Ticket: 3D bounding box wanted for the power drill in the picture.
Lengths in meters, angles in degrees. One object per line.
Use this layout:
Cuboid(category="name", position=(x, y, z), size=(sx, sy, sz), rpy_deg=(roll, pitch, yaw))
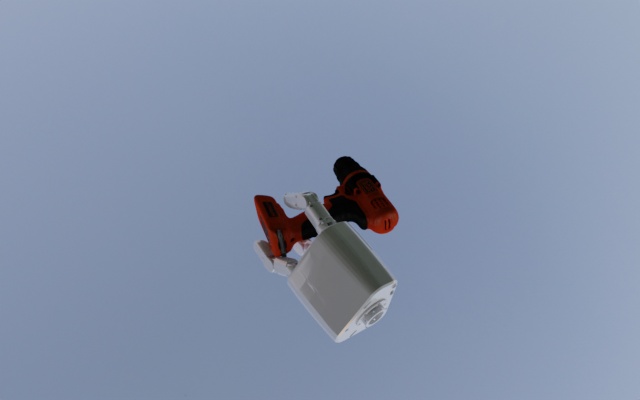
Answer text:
Cuboid(category="power drill", position=(0.000, 0.003, 0.715), size=(0.187, 0.057, 0.184), rpy_deg=(-18, 36, -11))
